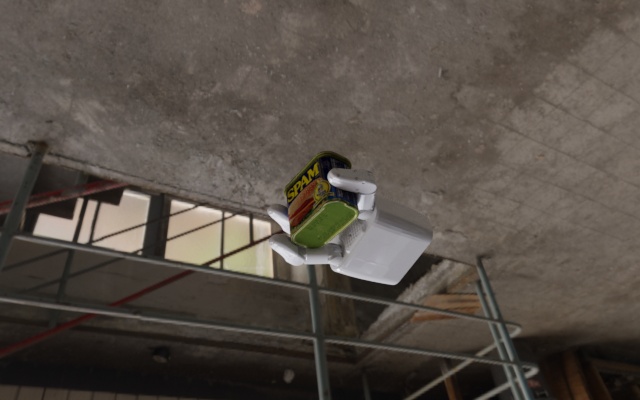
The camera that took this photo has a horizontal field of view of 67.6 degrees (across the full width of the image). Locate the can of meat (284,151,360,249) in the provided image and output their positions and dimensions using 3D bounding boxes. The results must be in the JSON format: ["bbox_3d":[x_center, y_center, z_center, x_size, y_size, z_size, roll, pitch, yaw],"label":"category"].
[{"bbox_3d":[0.000,0.002,0.611,0.057,0.083,0.102,22,-49,-32],"label":"can of meat"}]
